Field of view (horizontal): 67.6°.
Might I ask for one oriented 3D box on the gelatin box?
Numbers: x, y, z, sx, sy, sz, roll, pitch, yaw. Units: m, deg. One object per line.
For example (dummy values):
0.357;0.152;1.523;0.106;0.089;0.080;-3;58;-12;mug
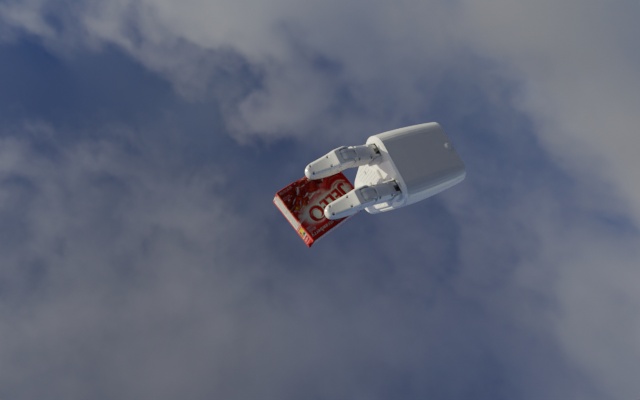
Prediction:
0.000;0.002;0.578;0.089;0.073;0.030;-34;-12;-24;gelatin box
